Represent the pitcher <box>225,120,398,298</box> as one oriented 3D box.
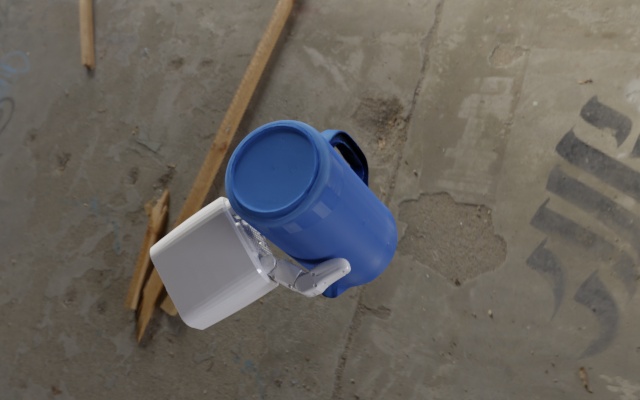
[{"bbox_3d":[0.000,0.002,0.540,0.145,0.149,0.243,-33,-28,6],"label":"pitcher"}]
